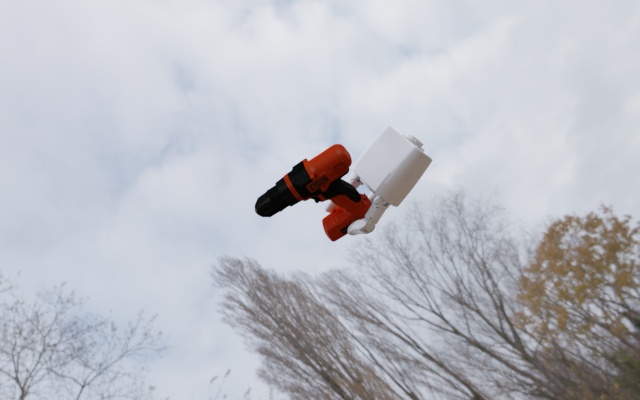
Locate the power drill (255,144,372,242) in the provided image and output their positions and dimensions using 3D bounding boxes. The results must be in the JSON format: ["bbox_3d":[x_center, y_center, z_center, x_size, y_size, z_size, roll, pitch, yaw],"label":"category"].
[{"bbox_3d":[0.001,0.003,0.840,0.184,0.057,0.188,-32,-39,11],"label":"power drill"}]
